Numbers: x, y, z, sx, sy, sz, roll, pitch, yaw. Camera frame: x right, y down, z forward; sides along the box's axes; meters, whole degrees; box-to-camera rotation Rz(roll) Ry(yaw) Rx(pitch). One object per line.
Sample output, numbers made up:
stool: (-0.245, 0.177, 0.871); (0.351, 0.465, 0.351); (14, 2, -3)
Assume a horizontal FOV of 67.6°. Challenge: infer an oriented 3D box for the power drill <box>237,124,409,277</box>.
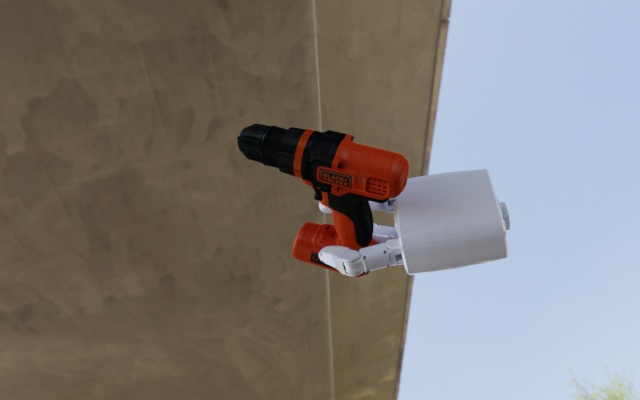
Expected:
power drill: (0.000, 0.002, 0.542); (0.184, 0.057, 0.188); (16, -38, 16)
